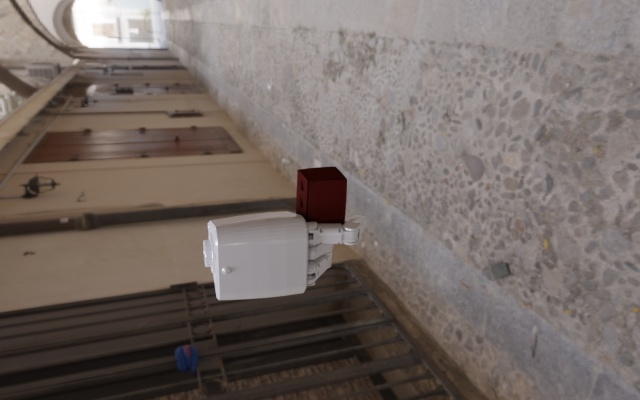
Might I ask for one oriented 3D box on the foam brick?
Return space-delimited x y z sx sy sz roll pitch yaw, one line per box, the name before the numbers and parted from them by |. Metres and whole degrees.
foam brick | 0.000 0.002 0.599 0.051 0.078 0.053 -3 20 -15
